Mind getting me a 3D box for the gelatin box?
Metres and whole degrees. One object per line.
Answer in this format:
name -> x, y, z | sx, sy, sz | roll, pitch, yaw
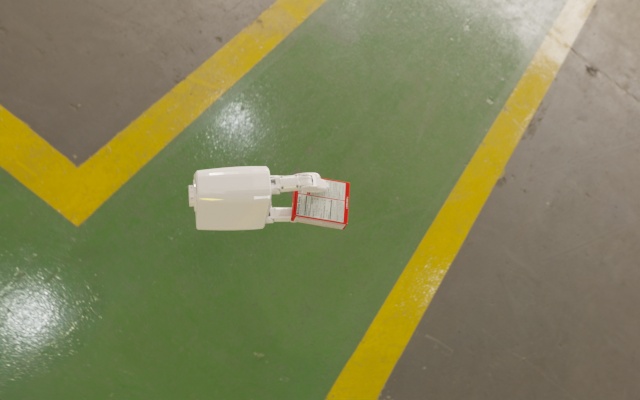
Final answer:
gelatin box -> 0.001, 0.002, 0.760 | 0.089, 0.073, 0.030 | 9, -25, -10
